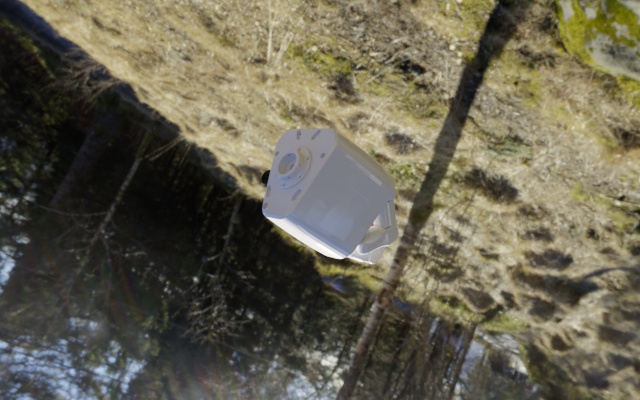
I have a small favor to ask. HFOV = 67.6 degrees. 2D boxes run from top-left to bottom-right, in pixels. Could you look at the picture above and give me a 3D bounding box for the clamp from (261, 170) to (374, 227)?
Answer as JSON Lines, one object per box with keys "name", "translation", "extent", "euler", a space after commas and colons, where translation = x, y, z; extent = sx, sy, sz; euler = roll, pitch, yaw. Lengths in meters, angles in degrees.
{"name": "clamp", "translation": [0.000, 0.003, 0.637], "extent": [0.171, 0.039, 0.120], "euler": [8, -19, 46]}
